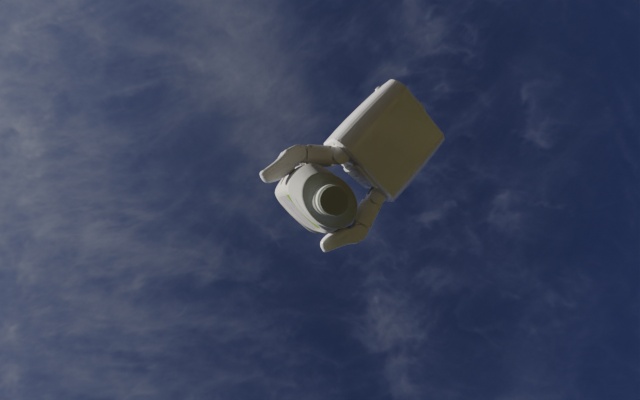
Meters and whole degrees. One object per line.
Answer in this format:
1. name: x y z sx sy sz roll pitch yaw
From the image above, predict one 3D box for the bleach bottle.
1. bleach bottle: 0.000 0.002 0.576 0.102 0.068 0.251 42 -5 -8
